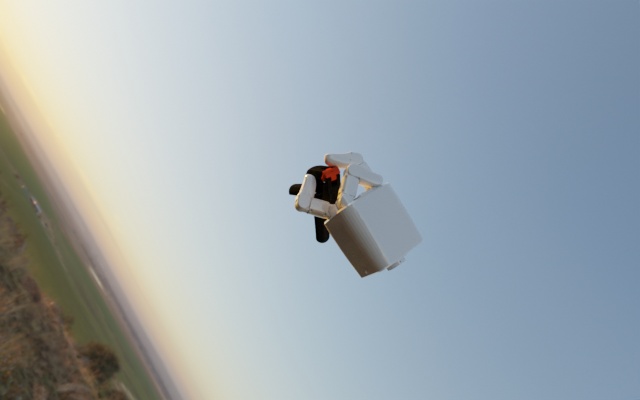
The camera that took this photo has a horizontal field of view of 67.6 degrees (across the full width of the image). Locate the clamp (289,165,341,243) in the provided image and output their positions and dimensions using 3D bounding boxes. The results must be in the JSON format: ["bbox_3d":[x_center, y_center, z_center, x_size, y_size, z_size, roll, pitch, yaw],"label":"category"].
[{"bbox_3d":[0.001,0.002,0.796,0.039,0.120,0.171,-31,-6,-24],"label":"clamp"}]
